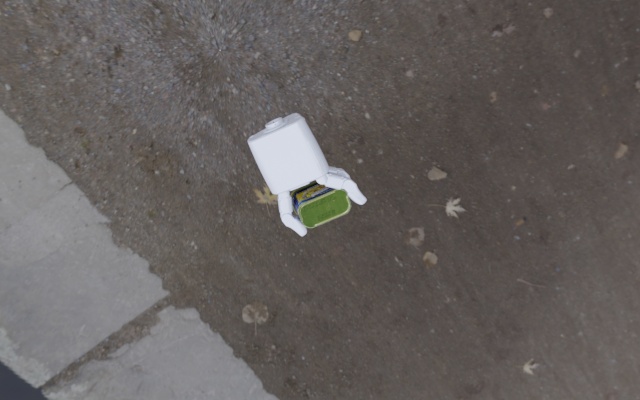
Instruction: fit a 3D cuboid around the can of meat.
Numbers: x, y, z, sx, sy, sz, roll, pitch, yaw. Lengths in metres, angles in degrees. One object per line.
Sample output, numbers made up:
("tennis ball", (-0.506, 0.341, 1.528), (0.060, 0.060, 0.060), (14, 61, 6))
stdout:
("can of meat", (0.000, 0.003, 0.888), (0.102, 0.057, 0.084), (-23, 20, -4))
